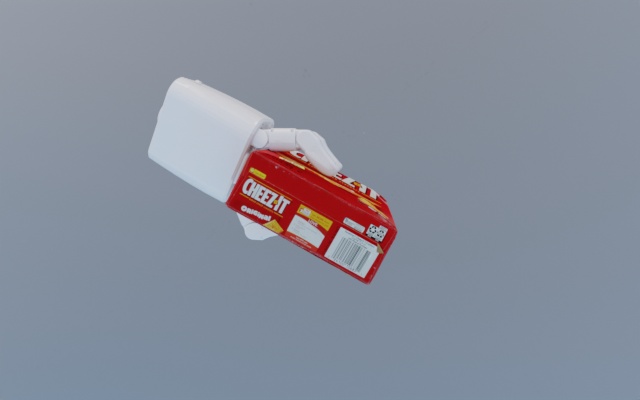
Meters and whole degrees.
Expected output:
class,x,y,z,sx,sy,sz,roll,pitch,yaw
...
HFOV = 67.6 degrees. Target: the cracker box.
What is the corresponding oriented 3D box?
class,x,y,z,sx,sy,sz,roll,pitch,yaw
cracker box,0.000,0.002,0.562,0.164,0.072,0.213,29,10,1
